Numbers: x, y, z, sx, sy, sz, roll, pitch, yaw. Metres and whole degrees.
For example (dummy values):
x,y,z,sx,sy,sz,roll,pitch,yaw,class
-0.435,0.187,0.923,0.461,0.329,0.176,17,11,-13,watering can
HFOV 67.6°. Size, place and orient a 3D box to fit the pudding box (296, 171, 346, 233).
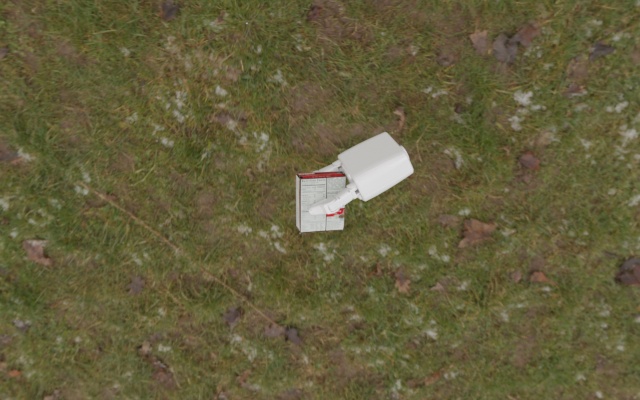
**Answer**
x,y,z,sx,sy,sz,roll,pitch,yaw,class
0.000,0.003,0.899,0.090,0.113,0.039,-3,19,-12,pudding box
